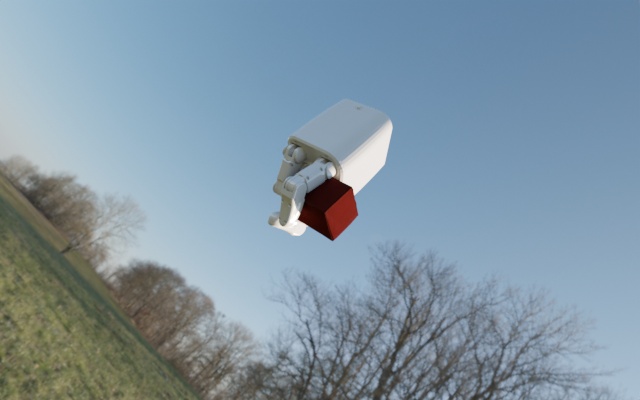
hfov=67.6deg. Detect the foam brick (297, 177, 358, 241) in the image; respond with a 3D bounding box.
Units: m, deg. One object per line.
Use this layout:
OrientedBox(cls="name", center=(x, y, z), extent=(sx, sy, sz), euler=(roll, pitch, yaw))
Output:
OrientedBox(cls="foam brick", center=(0.000, 0.002, 0.589), extent=(0.078, 0.053, 0.051), euler=(29, 59, 36))
